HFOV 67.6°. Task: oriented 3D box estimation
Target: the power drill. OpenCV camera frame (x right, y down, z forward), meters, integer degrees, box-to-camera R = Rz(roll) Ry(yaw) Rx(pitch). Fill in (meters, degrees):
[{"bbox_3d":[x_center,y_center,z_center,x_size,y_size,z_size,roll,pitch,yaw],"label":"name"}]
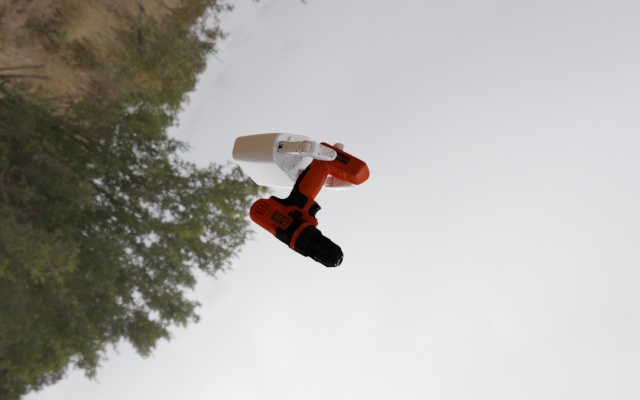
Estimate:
[{"bbox_3d":[0.000,0.002,0.791,0.184,0.187,0.057,30,-21,24],"label":"power drill"}]
